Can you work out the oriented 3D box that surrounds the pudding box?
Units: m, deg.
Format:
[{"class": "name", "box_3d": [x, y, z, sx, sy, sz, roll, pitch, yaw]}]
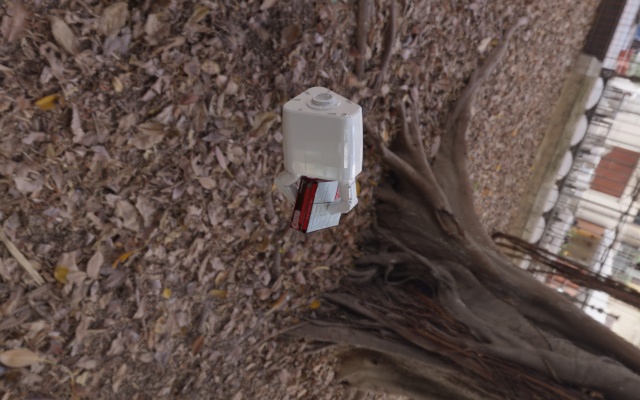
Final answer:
[{"class": "pudding box", "box_3d": [0.000, 0.003, 0.798, 0.039, 0.090, 0.113, 23, 16, 29]}]
